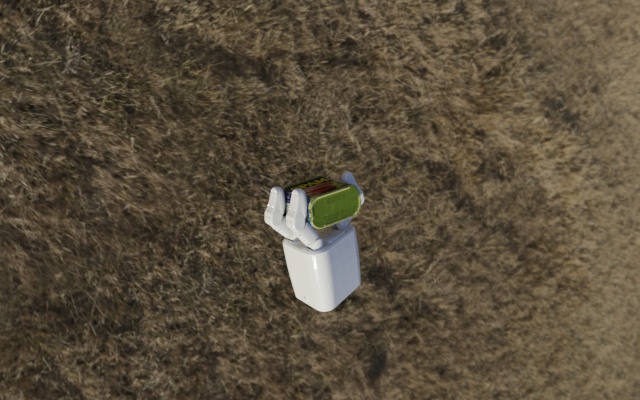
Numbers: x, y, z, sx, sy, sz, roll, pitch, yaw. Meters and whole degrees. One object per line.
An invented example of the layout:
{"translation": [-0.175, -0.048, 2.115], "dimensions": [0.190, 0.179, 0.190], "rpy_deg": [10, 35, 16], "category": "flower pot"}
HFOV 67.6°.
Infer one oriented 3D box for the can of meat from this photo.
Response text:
{"translation": [0.000, 0.002, 0.743], "dimensions": [0.102, 0.057, 0.084], "rpy_deg": [-19, 21, -33], "category": "can of meat"}
